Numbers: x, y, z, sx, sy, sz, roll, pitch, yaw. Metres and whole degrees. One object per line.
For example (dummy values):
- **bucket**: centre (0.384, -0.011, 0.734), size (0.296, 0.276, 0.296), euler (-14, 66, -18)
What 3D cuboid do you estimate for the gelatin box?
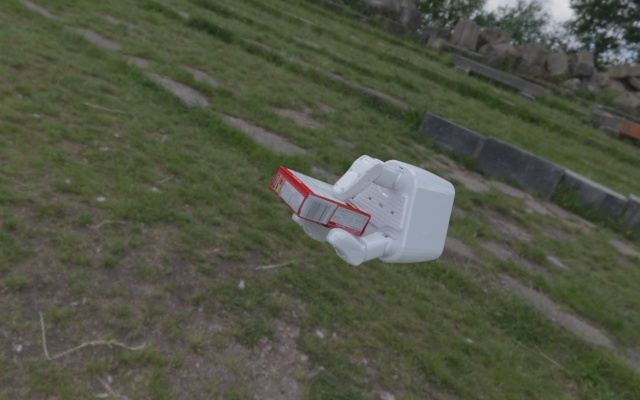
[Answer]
- **gelatin box**: centre (0.000, 0.001, 0.510), size (0.089, 0.030, 0.073), euler (20, 14, -36)
